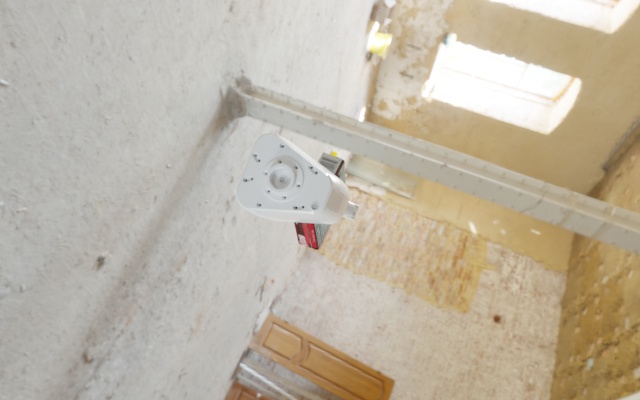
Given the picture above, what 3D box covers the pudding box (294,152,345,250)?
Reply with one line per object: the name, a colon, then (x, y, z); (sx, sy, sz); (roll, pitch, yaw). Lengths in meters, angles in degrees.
pudding box: (0.000, 0.002, 0.695); (0.039, 0.113, 0.090); (20, -30, 16)
